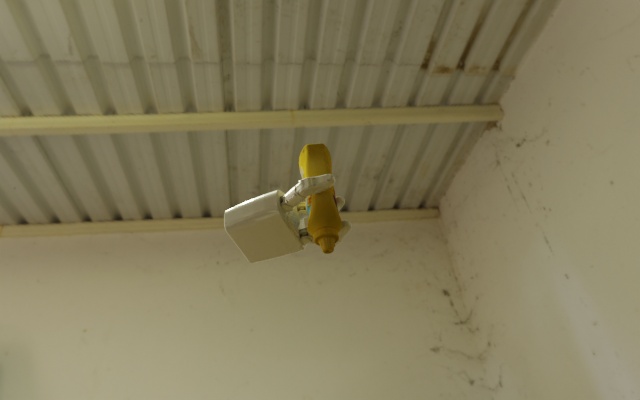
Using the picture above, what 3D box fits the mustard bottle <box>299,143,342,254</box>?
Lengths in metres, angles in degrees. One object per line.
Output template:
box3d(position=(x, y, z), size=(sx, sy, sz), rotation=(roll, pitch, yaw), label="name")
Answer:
box3d(position=(0.000, 0.002, 0.805), size=(0.058, 0.191, 0.096), rotation=(-4, -35, -6), label="mustard bottle")
